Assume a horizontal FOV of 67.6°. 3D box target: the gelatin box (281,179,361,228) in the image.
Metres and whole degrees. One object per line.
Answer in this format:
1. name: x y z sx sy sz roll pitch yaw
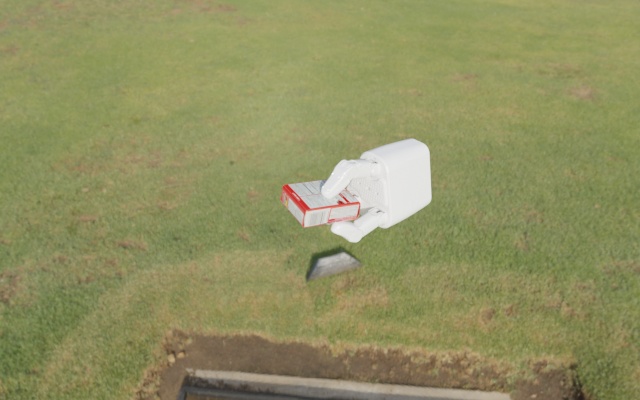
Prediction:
1. gelatin box: 0.000 0.002 0.663 0.089 0.030 0.073 -8 34 -29
